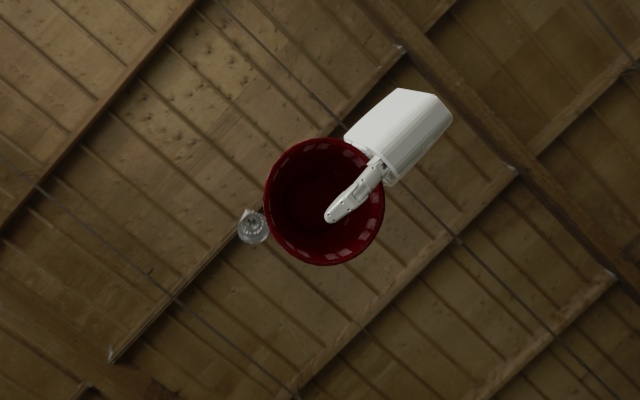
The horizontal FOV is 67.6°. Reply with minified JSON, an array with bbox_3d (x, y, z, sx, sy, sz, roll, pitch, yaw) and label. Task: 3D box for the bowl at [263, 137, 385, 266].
[{"bbox_3d":[-0.001,0.003,0.620,0.162,0.162,0.055,0,-2,-19],"label":"bowl"}]
